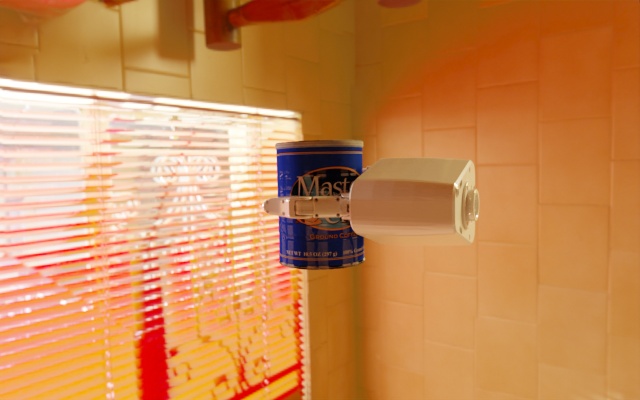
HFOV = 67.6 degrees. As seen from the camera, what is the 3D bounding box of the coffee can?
[{"bbox_3d":[0.000,0.002,0.561,0.103,0.140,0.103,-1,4,0],"label":"coffee can"}]
